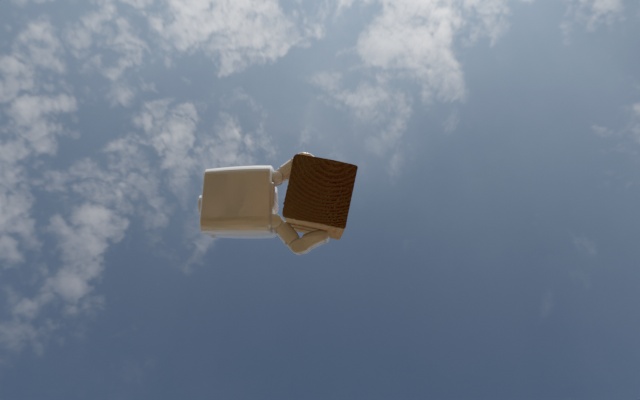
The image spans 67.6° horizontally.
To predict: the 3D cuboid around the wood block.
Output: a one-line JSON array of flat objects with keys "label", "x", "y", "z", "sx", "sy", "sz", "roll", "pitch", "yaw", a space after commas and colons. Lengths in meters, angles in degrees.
[{"label": "wood block", "x": 0.000, "y": 0.002, "z": 0.738, "sx": 0.090, "sy": 0.091, "sz": 0.206, "roll": 11, "pitch": -8, "yaw": 2}]
